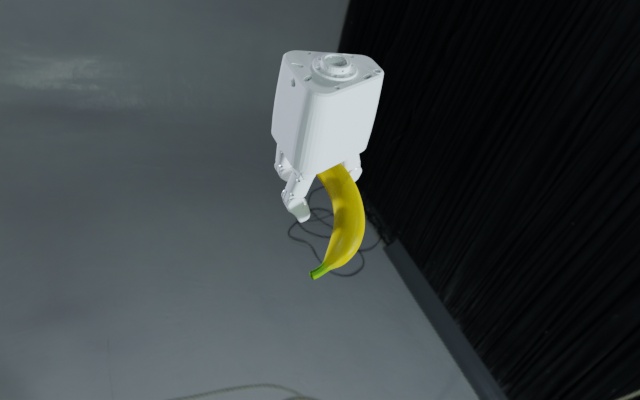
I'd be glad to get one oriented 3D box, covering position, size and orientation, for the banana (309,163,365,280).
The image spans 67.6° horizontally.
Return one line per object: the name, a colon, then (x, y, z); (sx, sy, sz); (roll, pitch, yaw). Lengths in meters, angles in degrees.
banana: (0.019, 0.005, 0.597); (0.069, 0.197, 0.037); (0, -39, -3)
